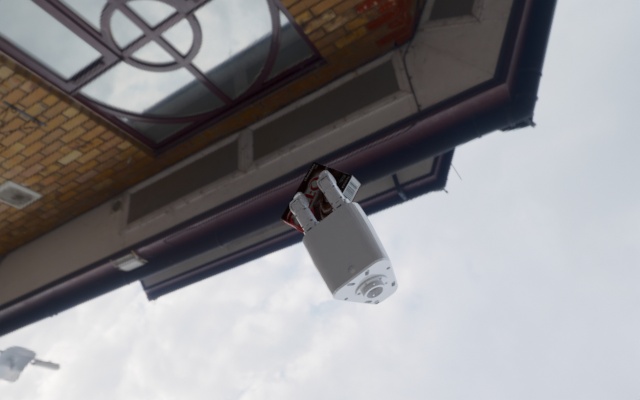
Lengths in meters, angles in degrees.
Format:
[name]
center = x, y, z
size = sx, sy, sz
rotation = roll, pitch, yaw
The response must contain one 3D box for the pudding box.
[pudding box]
center = 0.000, 0.003, 0.762
size = 0.090, 0.113, 0.039
rotation = 24, -11, 41
